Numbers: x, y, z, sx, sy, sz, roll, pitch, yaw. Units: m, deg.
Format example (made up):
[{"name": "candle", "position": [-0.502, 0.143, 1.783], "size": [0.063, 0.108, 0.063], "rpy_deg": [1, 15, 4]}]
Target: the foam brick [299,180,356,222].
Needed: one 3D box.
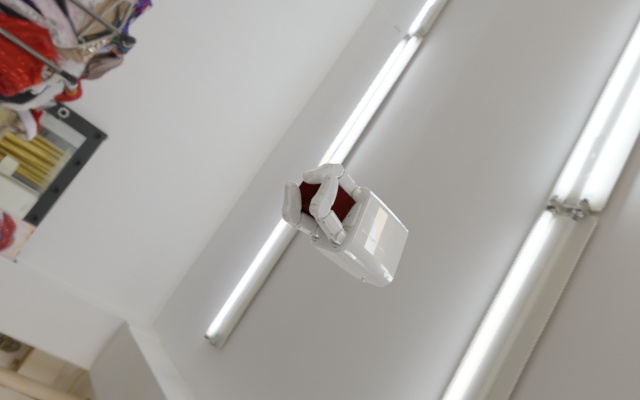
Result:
[{"name": "foam brick", "position": [0.000, 0.002, 0.698], "size": [0.051, 0.053, 0.078], "rpy_deg": [43, -16, -28]}]
